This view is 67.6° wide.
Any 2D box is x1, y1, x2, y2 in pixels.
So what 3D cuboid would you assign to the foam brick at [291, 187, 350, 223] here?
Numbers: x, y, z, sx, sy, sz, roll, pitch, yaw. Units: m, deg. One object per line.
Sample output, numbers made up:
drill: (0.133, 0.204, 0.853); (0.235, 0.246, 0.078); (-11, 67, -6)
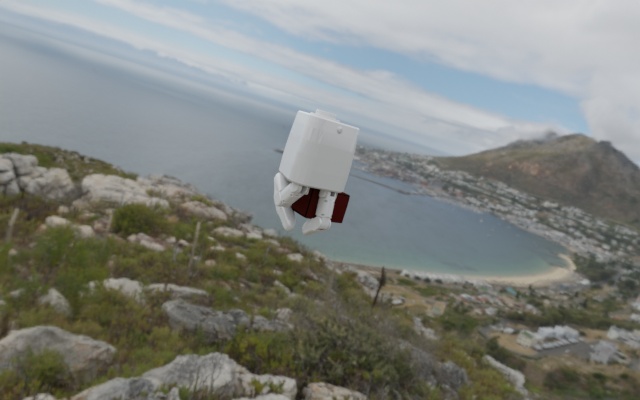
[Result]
foam brick: (0.000, 0.003, 0.797); (0.078, 0.051, 0.053); (10, 11, -35)
